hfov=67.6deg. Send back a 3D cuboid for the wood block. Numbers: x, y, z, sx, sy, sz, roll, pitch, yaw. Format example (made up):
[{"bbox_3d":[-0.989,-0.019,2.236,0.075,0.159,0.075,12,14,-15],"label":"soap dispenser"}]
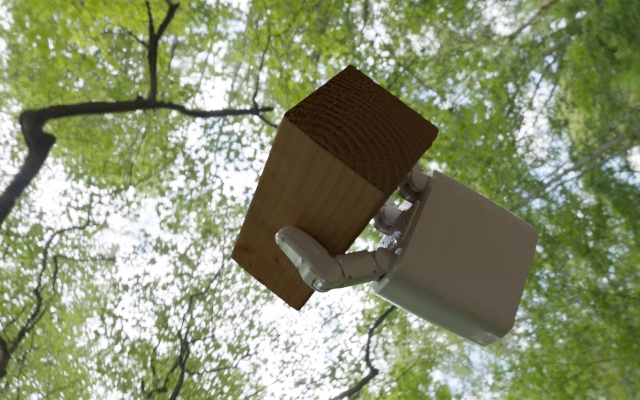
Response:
[{"bbox_3d":[0.000,0.002,0.414,0.090,0.090,0.206,-47,-8,-39],"label":"wood block"}]
